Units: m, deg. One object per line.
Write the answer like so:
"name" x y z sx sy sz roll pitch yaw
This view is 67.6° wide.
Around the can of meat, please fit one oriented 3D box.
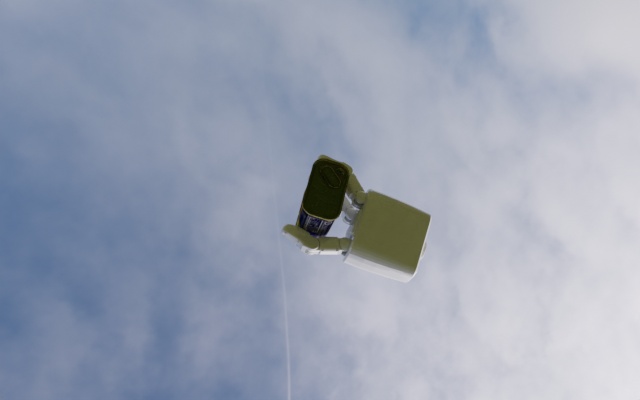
"can of meat" 0.000 0.003 0.722 0.057 0.102 0.084 17 -32 -4
